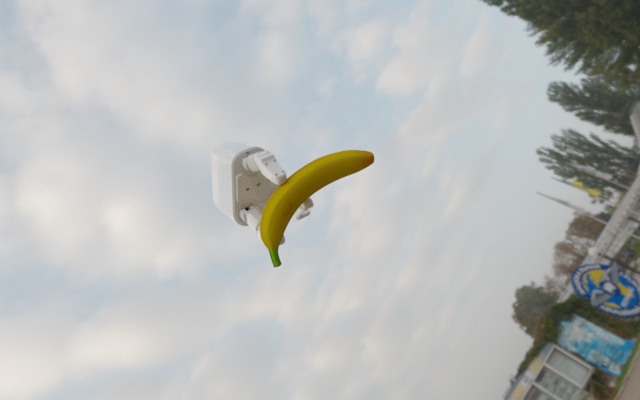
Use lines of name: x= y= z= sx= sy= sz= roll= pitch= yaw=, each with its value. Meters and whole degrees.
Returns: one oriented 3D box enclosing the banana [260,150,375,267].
banana: x=-0.016 y=-0.008 z=0.620 sx=0.069 sy=0.198 sz=0.037 roll=44 pitch=-9 yaw=-7
